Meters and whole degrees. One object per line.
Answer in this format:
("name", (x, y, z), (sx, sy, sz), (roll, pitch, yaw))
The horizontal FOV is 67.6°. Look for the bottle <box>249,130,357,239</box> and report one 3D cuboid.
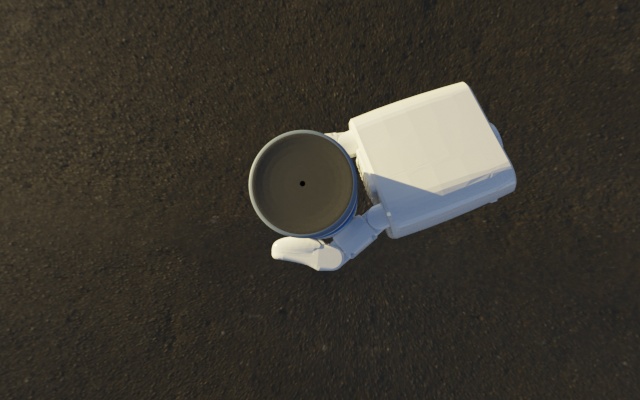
("bottle", (0.000, 0.001, 0.435), (0.069, 0.069, 0.296), (0, -5, 4))
